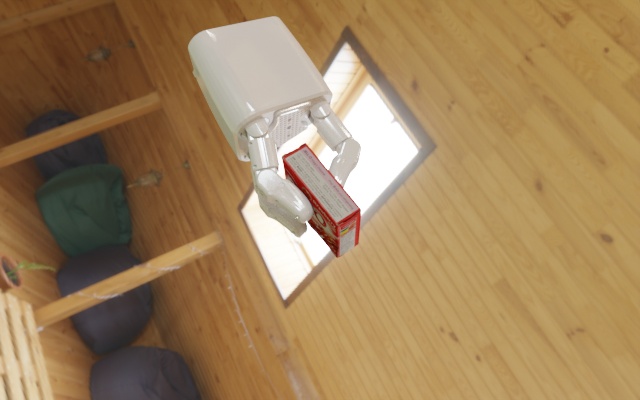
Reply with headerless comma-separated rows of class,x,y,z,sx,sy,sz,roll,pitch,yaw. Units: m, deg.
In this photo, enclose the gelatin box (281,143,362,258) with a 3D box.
gelatin box,0.001,0.001,0.447,0.030,0.089,0.073,-33,-25,-15
